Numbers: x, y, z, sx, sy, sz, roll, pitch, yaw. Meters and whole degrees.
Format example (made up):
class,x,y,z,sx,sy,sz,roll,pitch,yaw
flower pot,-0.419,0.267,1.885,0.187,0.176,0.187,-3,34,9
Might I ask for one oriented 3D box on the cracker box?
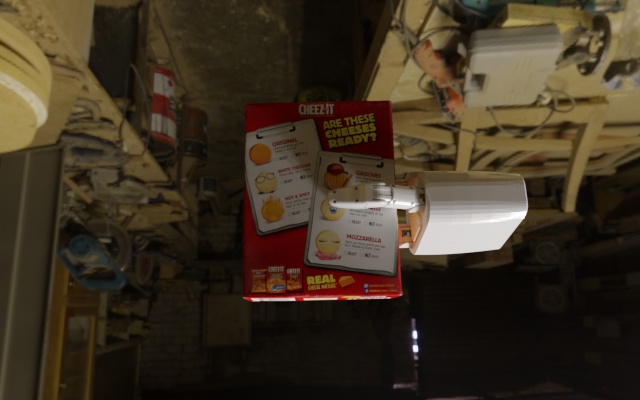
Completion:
class,x,y,z,sx,sy,sz,roll,pitch,yaw
cracker box,0.000,0.002,0.532,0.164,0.213,0.072,-1,-14,-1
